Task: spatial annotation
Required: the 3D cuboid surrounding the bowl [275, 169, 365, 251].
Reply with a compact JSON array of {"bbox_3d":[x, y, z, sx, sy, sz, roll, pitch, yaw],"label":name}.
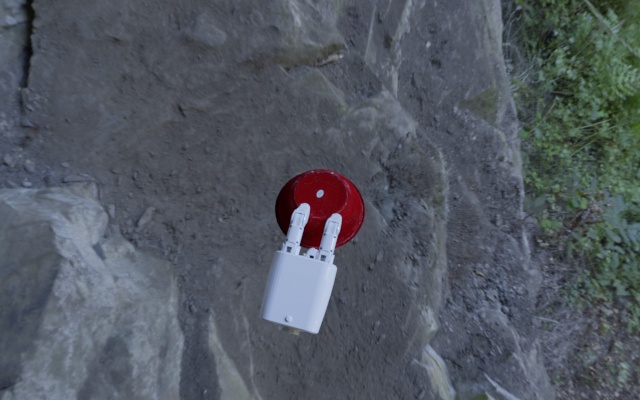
[{"bbox_3d":[0.000,0.001,0.831,0.162,0.162,0.055,0,-28,-2],"label":"bowl"}]
